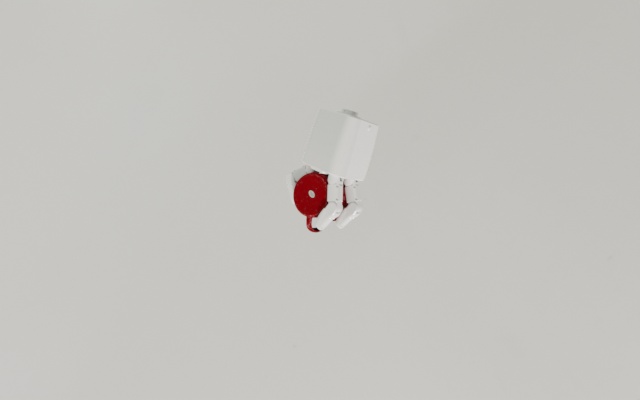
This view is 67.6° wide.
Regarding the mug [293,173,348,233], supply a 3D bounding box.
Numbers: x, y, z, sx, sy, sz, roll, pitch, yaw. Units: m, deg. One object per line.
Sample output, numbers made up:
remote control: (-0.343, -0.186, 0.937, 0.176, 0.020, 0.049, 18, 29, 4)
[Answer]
mug: (0.000, 0.004, 0.887, 0.093, 0.117, 0.081, 22, 10, 33)
